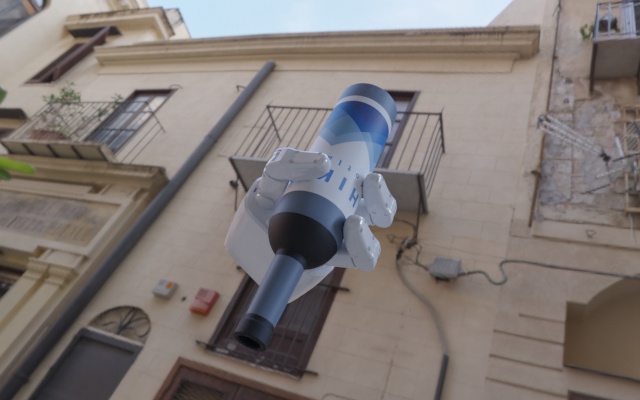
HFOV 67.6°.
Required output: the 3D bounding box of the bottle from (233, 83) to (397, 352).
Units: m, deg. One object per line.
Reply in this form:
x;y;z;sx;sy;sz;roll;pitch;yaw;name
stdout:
0.000;0.001;0.444;0.069;0.295;0.069;17;-38;14;bottle
